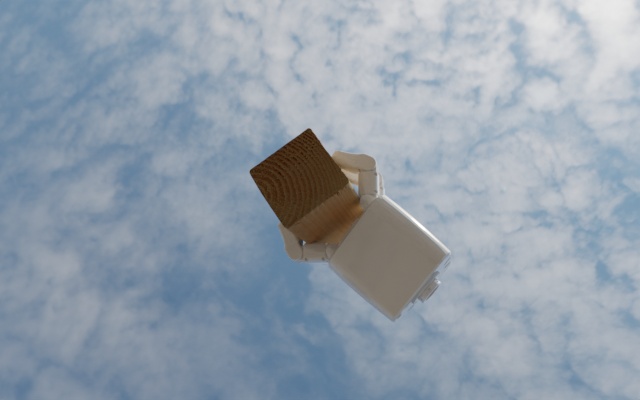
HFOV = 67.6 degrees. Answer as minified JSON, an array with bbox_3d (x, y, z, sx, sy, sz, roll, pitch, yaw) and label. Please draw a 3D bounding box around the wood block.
[{"bbox_3d":[0.000,0.003,0.632,0.091,0.090,0.206,-36,-22,2],"label":"wood block"}]
